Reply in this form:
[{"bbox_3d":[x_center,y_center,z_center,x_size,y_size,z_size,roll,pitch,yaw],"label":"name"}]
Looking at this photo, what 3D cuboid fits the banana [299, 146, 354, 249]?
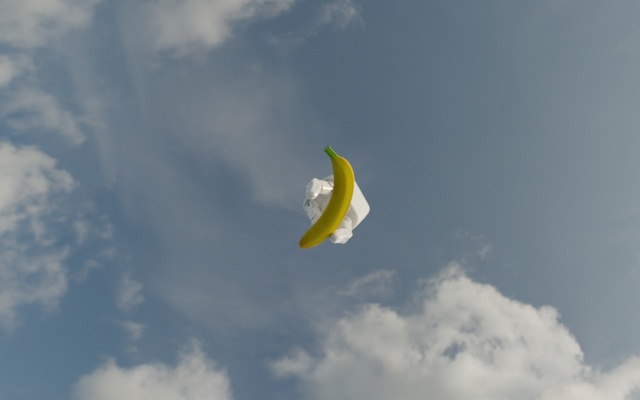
[{"bbox_3d":[0.018,0.006,0.850,0.069,0.198,0.037,21,18,16],"label":"banana"}]
